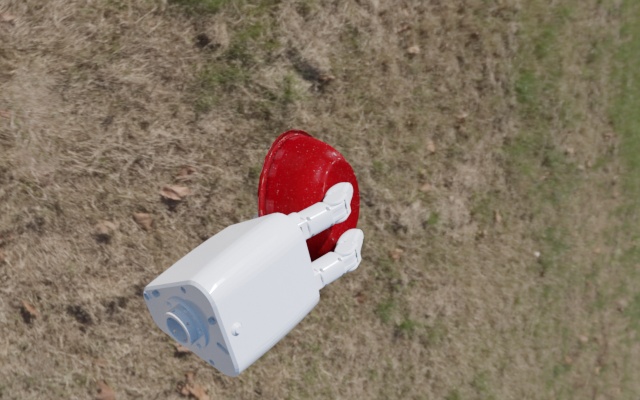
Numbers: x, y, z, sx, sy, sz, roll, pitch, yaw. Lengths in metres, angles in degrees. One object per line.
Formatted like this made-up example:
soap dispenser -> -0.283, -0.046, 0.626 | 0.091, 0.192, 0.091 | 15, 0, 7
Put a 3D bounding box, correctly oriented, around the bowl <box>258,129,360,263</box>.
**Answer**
bowl -> 0.001, 0.001, 0.521 | 0.055, 0.162, 0.162 | -1, -1, 28
